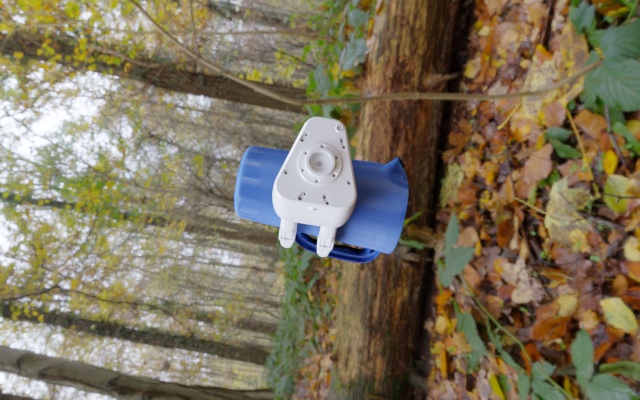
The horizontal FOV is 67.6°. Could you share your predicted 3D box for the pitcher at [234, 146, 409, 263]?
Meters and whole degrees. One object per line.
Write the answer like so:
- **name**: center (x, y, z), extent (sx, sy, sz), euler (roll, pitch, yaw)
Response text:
- **pitcher**: center (0.000, 0.002, 0.712), extent (0.243, 0.149, 0.145), euler (10, -11, -1)
